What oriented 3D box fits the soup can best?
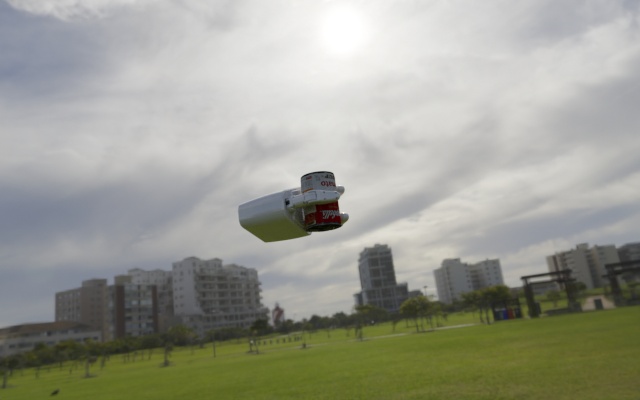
[{"bbox_3d":[0.000,0.003,0.895,0.068,0.102,0.068,-7,-14,-2],"label":"soup can"}]
